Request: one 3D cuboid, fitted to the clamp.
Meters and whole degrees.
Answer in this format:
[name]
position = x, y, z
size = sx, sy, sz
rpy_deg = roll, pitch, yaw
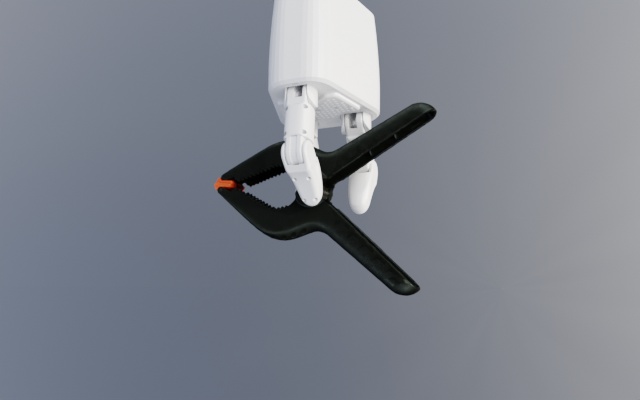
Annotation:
[clamp]
position = -0.001, 0.001, 0.431
size = 0.210, 0.164, 0.036
rpy_deg = -4, -14, 20
